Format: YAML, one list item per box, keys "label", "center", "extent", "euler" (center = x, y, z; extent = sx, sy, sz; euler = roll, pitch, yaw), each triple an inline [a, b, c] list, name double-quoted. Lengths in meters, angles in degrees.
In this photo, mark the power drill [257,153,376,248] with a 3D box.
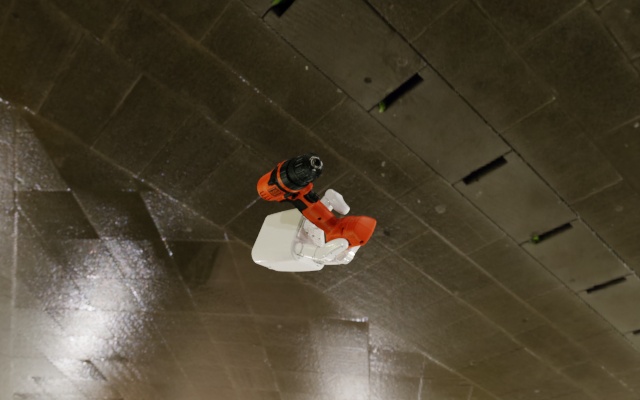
- label: "power drill"
  center: [0.000, 0.003, 0.786]
  extent: [0.188, 0.057, 0.184]
  euler: [41, -26, -17]
